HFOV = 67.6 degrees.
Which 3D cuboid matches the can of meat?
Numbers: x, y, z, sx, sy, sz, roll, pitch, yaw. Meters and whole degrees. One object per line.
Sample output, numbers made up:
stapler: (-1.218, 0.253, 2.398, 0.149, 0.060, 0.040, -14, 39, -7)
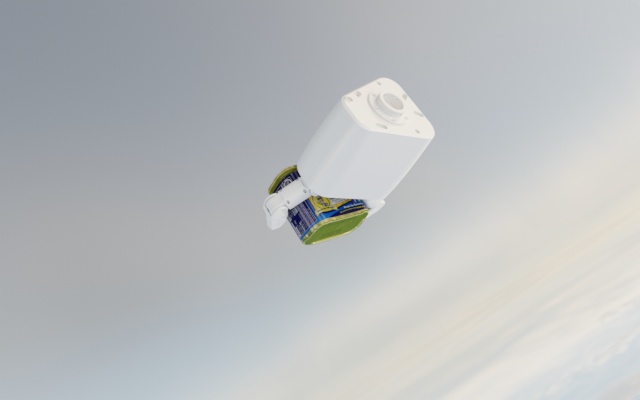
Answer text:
can of meat: (0.000, 0.002, 0.589, 0.102, 0.084, 0.057, -13, -29, -42)
